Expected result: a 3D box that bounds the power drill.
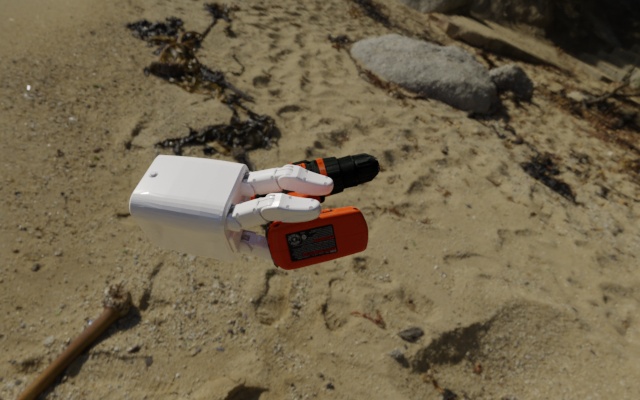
[{"bbox_3d":[0.000,0.002,0.577,0.184,0.057,0.187,-15,25,-3],"label":"power drill"}]
